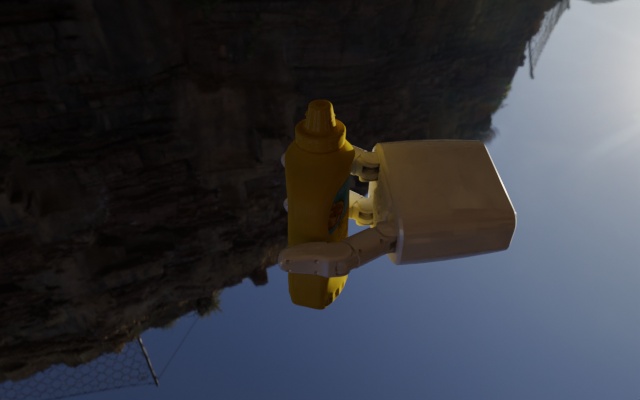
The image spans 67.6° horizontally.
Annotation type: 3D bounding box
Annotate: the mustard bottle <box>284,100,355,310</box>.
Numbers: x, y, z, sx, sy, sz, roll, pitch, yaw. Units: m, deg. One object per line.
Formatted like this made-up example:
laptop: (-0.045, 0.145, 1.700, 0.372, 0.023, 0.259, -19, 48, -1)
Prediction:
mustard bottle: (0.000, 0.002, 0.429, 0.058, 0.192, 0.096, 11, 38, 13)
